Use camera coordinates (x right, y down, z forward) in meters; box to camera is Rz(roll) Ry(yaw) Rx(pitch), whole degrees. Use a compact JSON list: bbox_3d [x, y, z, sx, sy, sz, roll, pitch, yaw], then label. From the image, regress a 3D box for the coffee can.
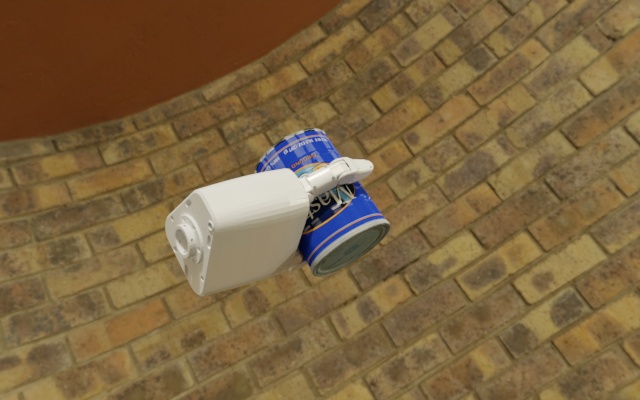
[{"bbox_3d":[0.000,0.002,0.557,0.103,0.140,0.103,-29,-21,-12],"label":"coffee can"}]
